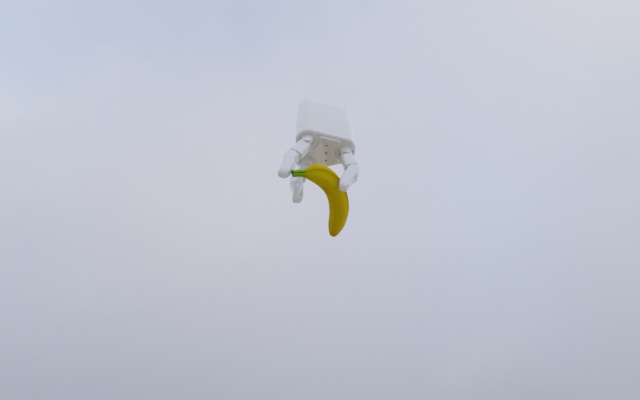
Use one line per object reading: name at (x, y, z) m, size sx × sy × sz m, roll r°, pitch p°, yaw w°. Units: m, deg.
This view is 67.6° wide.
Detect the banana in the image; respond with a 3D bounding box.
banana at (0.016, -0.005, 0.867) m, size 0.069 × 0.037 × 0.198 m, roll -19°, pitch -45°, yaw 12°
